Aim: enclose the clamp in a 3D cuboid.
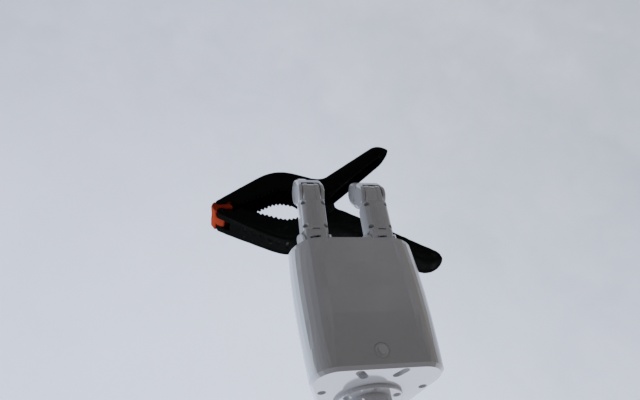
[{"bbox_3d":[-0.001,0.002,0.472,0.210,0.164,0.036,2,-45,-13],"label":"clamp"}]
